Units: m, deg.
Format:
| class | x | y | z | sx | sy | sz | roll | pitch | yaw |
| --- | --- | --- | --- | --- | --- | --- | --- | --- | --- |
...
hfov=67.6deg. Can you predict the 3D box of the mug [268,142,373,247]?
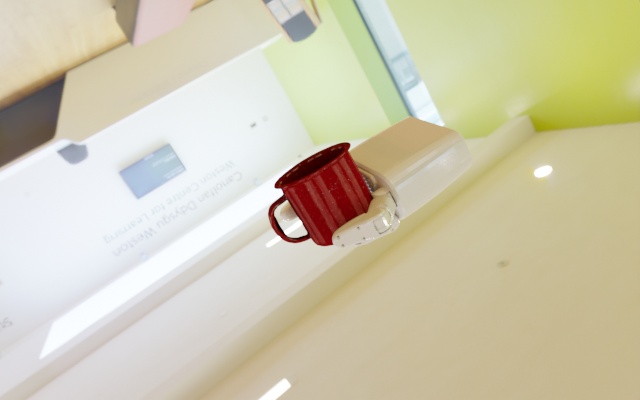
| class | x | y | z | sx | sy | sz | roll | pitch | yaw |
| --- | --- | --- | --- | --- | --- | --- | --- | --- | --- |
| mug | -0.001 | 0.003 | 0.511 | 0.117 | 0.081 | 0.093 | -34 | 16 | -13 |
